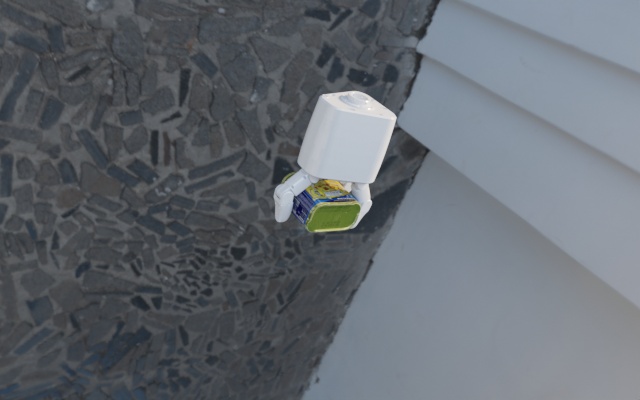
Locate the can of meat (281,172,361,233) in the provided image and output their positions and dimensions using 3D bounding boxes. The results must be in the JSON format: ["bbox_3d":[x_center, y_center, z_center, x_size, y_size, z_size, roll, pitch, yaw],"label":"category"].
[{"bbox_3d":[0.000,0.003,0.726,0.102,0.057,0.084,-2,35,-38],"label":"can of meat"}]
